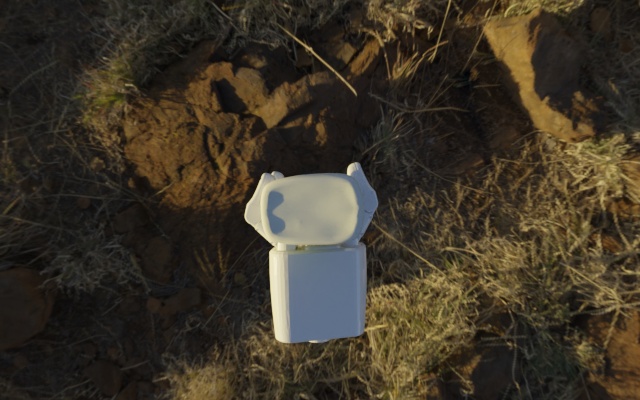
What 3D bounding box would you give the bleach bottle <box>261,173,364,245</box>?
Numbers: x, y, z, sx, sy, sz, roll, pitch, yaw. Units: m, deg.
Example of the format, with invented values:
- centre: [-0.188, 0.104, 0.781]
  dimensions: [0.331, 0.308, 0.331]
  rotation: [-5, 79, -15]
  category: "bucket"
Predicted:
- centre: [0.000, 0.002, 0.570]
  dimensions: [0.102, 0.068, 0.251]
  rotation: [-3, 3, 5]
  category: "bleach bottle"
